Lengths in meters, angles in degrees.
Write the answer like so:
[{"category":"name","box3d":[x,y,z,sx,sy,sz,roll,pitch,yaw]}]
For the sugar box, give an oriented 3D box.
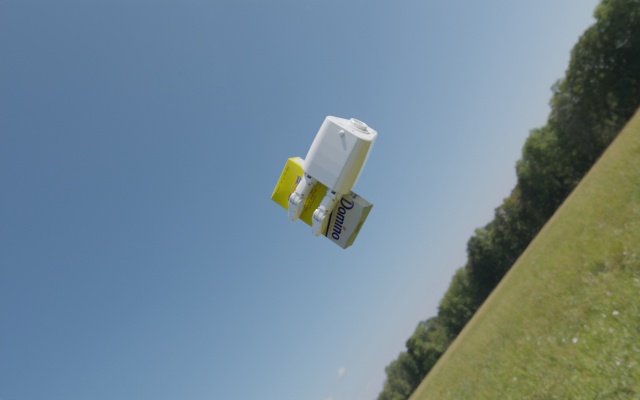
[{"category":"sugar box","box3d":[0.000,0.003,0.884,0.176,0.093,0.048,34,23,21]}]
